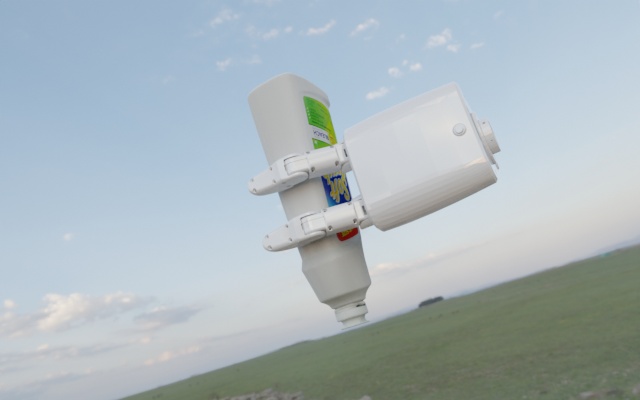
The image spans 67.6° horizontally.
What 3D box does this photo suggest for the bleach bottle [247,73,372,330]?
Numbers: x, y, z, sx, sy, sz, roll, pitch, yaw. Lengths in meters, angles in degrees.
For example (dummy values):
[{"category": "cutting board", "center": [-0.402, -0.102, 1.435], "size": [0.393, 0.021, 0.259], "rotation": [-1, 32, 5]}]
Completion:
[{"category": "bleach bottle", "center": [0.000, 0.002, 0.482], "size": [0.068, 0.250, 0.102], "rotation": [-24, -17, 22]}]
